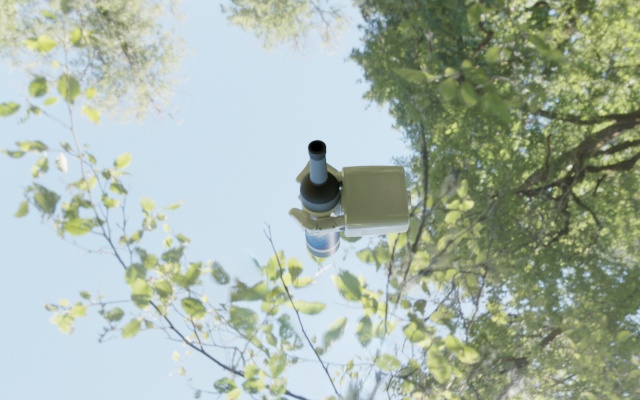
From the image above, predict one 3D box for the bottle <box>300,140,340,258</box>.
[{"bbox_3d":[0.000,0.003,0.812,0.069,0.069,0.296,0,-33,2],"label":"bottle"}]
